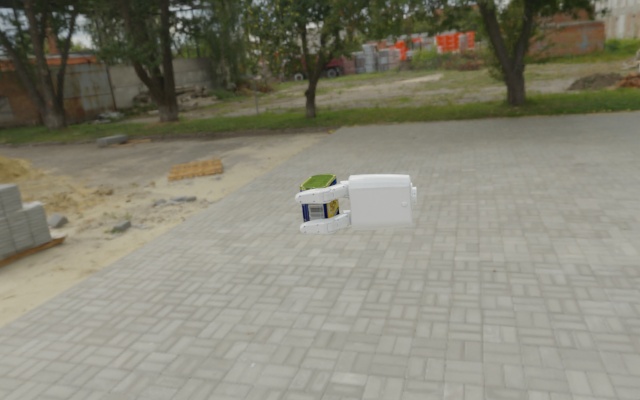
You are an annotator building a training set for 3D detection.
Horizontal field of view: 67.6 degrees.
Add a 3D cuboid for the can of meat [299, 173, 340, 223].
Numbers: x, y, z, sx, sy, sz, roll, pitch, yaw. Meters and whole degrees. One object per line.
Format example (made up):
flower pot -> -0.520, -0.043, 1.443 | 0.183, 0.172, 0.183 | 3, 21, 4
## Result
can of meat -> 0.000, 0.003, 0.871 | 0.057, 0.084, 0.102 | -1, 17, 16
